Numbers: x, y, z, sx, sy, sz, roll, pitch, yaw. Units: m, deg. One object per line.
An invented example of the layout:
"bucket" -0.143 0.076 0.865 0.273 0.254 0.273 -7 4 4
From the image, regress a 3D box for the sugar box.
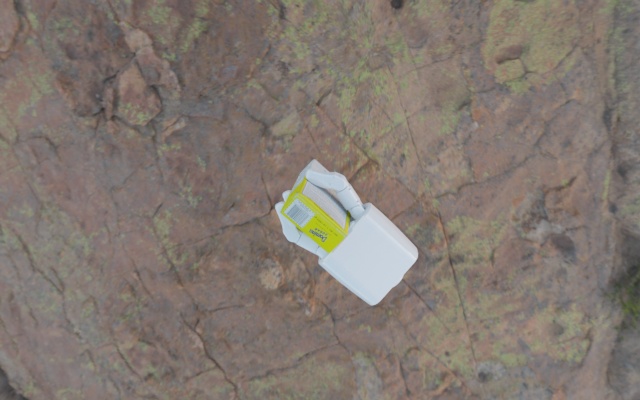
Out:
"sugar box" 0.000 0.003 0.724 0.093 0.048 0.176 42 17 -8
